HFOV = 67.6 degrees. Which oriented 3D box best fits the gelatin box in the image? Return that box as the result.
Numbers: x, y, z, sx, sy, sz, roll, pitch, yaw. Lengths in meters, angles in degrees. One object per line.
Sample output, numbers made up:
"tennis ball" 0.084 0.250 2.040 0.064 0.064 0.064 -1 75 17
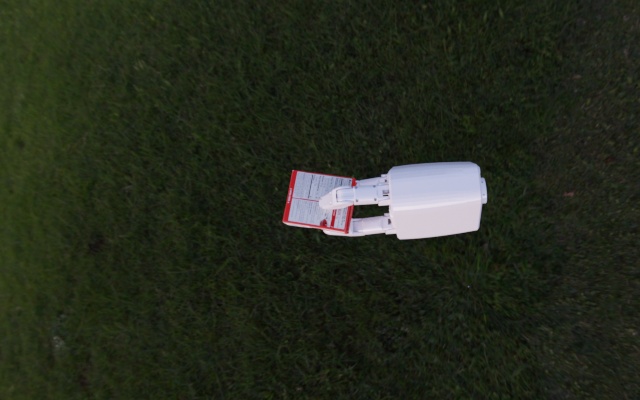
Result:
"gelatin box" 0.000 0.002 0.642 0.089 0.073 0.030 8 -9 11
